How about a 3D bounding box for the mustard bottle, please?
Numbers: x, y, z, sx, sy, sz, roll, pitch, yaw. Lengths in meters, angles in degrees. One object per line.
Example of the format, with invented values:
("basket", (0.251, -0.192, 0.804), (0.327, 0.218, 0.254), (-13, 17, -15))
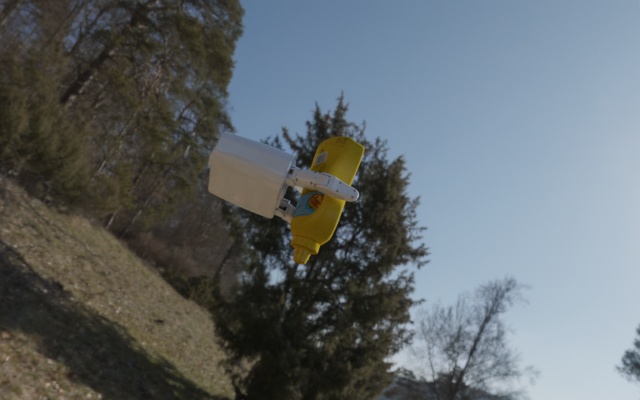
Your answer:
("mustard bottle", (0.000, 0.002, 0.703), (0.058, 0.191, 0.096), (30, -21, -25))
